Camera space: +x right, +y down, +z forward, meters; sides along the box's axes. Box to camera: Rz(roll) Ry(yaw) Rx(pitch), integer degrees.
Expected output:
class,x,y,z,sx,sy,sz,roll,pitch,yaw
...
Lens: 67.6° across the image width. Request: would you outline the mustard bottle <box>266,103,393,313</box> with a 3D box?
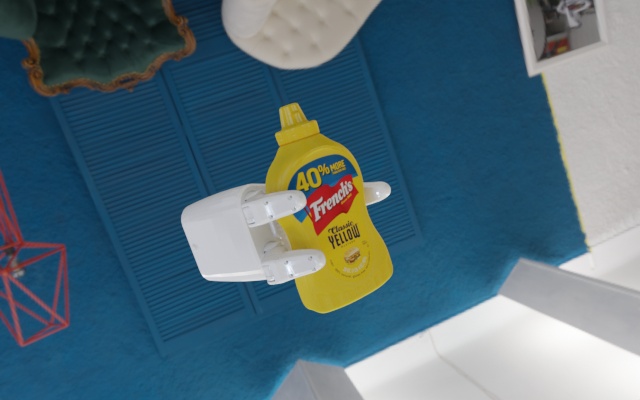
class,x,y,z,sx,sy,sz,roll,pitch,yaw
mustard bottle,0.000,0.002,0.457,0.096,0.191,0.058,-23,9,-26
